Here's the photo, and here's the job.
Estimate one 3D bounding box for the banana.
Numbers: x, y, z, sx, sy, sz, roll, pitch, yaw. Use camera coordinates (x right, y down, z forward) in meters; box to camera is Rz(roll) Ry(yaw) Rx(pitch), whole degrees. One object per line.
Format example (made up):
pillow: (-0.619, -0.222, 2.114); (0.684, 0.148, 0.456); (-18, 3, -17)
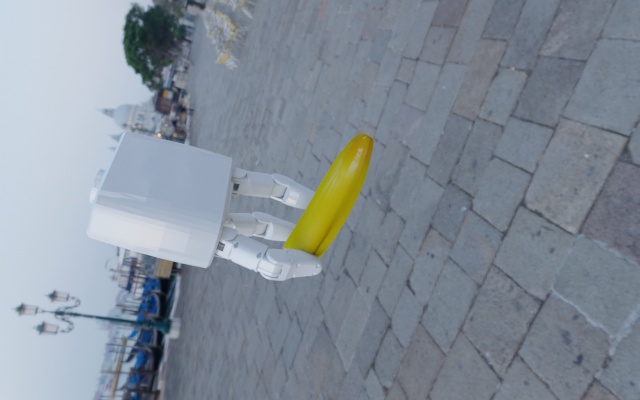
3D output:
banana: (-0.003, 0.018, 0.466); (0.037, 0.069, 0.198); (18, -40, -14)
